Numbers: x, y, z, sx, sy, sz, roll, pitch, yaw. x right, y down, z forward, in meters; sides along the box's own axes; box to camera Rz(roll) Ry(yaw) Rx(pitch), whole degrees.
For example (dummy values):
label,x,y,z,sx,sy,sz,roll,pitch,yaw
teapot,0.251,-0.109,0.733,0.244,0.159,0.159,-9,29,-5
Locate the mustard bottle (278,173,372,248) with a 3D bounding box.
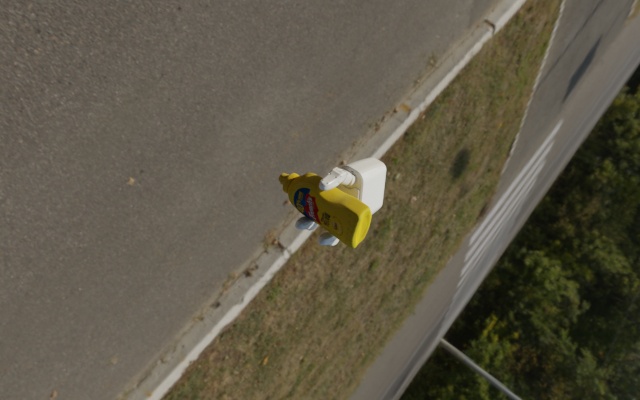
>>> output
label,x,y,z,sx,sy,sz,roll,pitch,yaw
mustard bottle,0.000,0.003,0.871,0.191,0.096,0.058,33,55,22
